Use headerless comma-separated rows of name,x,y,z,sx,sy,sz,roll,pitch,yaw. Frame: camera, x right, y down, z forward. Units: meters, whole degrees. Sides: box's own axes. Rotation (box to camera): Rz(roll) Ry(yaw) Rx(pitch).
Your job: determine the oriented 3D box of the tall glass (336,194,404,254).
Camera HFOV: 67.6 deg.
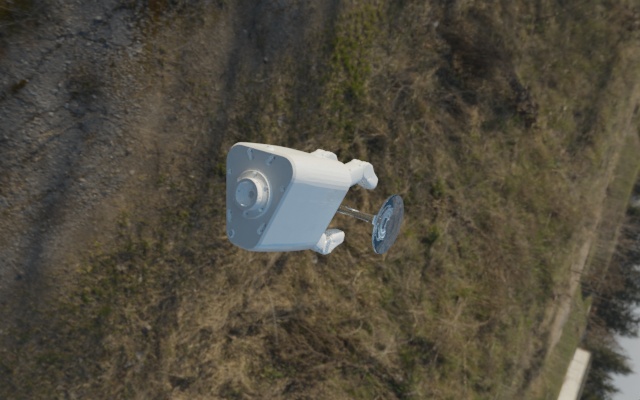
tall glass,0.001,0.002,0.616,0.201,0.079,0.079,18,10,31
